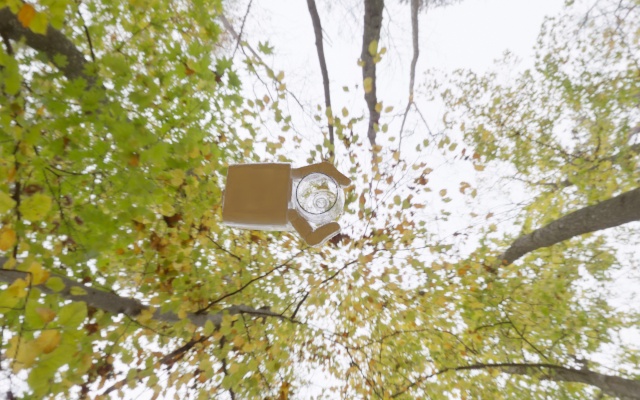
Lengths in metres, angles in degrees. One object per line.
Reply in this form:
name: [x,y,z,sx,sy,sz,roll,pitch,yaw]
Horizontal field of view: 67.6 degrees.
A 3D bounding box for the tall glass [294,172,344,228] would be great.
tall glass: [0.000,0.003,0.784,0.079,0.079,0.201,0,-8,3]
